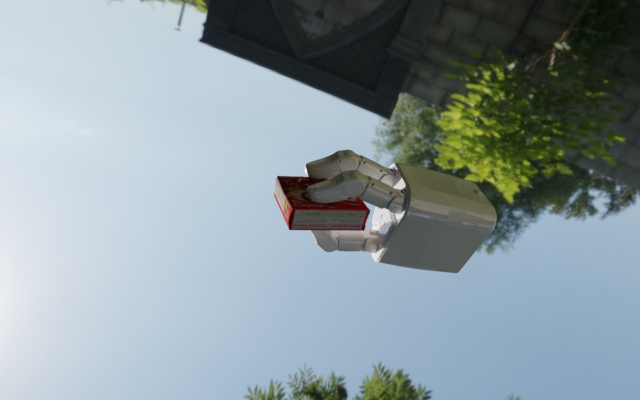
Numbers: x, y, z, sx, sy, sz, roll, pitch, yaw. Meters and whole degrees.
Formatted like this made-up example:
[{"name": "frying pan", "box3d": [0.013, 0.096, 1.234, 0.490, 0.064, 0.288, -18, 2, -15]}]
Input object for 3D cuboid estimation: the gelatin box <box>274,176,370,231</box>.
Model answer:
[{"name": "gelatin box", "box3d": [0.000, 0.002, 0.525, 0.089, 0.030, 0.073, 1, 30, -20]}]
